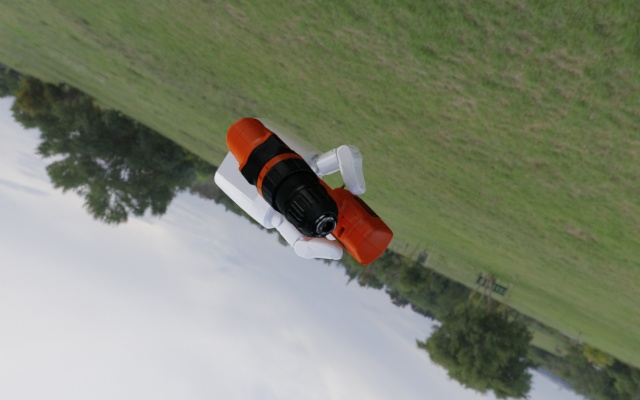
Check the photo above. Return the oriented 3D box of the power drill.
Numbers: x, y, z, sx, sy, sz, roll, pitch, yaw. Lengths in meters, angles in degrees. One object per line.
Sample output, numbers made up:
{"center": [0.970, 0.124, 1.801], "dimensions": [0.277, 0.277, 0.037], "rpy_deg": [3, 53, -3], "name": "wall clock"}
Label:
{"center": [0.000, 0.002, 0.496], "dimensions": [0.188, 0.057, 0.184], "rpy_deg": [38, 8, -45], "name": "power drill"}
